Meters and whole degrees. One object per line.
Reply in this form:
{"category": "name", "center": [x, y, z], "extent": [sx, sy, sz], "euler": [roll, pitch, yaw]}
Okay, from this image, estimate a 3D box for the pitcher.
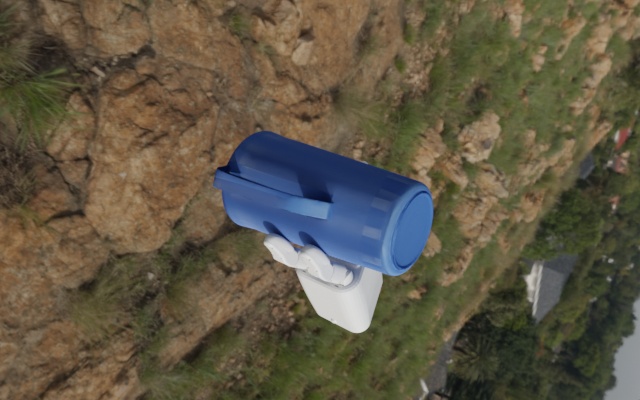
{"category": "pitcher", "center": [0.000, 0.002, 0.574], "extent": [0.243, 0.145, 0.149], "euler": [18, 51, 34]}
